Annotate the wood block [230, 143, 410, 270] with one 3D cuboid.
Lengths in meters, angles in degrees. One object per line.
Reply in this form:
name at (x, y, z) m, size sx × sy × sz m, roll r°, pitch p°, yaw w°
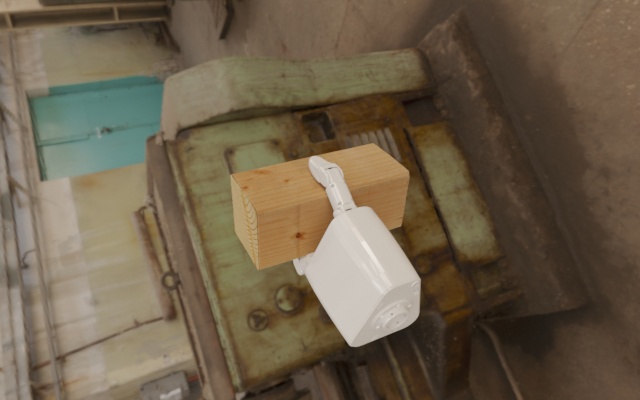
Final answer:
wood block at (0.000, 0.002, 0.613) m, size 0.206 × 0.091 × 0.090 m, roll -15°, pitch 38°, yaw -24°
